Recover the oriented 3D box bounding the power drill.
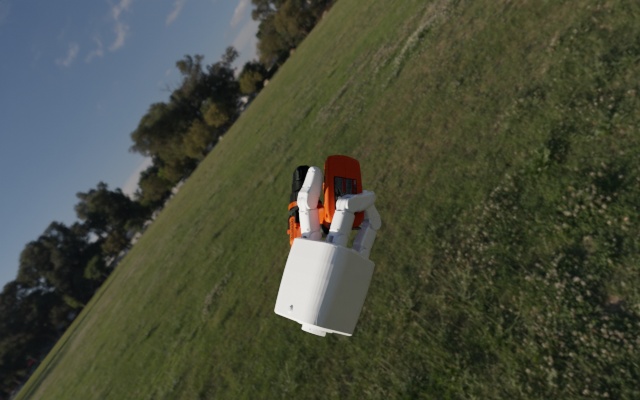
[{"bbox_3d":[0.000,0.003,0.737,0.057,0.184,0.188,4,-22,-21],"label":"power drill"}]
